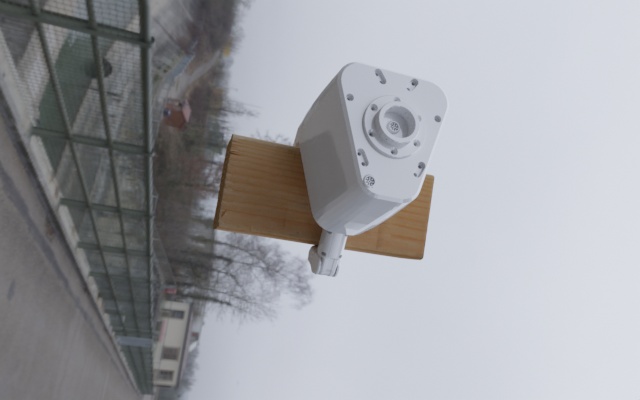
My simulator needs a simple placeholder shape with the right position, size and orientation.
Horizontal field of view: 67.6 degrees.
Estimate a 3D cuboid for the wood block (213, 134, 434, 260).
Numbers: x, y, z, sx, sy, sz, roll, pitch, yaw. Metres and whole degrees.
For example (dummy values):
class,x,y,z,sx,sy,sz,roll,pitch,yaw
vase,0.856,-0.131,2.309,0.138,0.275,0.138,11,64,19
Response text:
class,x,y,z,sx,sy,sz,roll,pitch,yaw
wood block,0.000,0.002,0.497,0.206,0.091,0.090,11,-6,-14
